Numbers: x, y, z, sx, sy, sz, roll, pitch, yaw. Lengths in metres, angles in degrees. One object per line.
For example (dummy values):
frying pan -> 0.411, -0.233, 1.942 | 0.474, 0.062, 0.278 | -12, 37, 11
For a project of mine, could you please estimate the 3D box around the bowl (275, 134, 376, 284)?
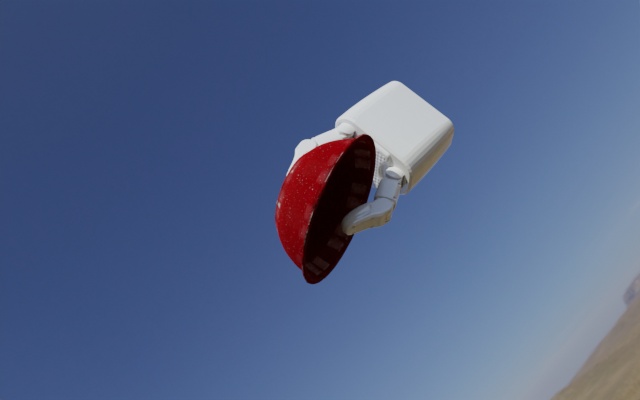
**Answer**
bowl -> -0.001, 0.002, 0.492 | 0.055, 0.162, 0.162 | 21, 7, 19
